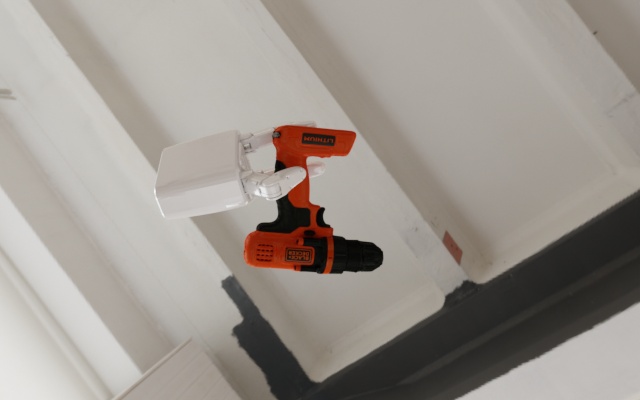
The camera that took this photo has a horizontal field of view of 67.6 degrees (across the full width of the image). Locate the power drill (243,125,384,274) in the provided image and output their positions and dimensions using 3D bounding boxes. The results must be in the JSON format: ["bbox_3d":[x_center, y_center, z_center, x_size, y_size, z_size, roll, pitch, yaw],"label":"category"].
[{"bbox_3d":[0.000,0.002,0.615,0.184,0.187,0.057,5,2,-14],"label":"power drill"}]
